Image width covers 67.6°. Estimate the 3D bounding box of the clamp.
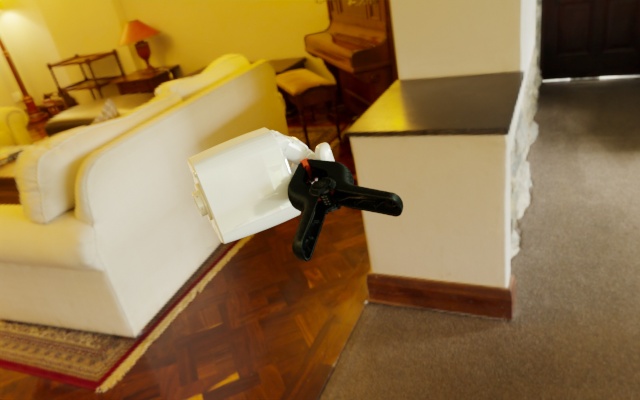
[{"bbox_3d":[0.000,0.001,0.533,0.120,0.039,0.171,-26,29,-15],"label":"clamp"}]
